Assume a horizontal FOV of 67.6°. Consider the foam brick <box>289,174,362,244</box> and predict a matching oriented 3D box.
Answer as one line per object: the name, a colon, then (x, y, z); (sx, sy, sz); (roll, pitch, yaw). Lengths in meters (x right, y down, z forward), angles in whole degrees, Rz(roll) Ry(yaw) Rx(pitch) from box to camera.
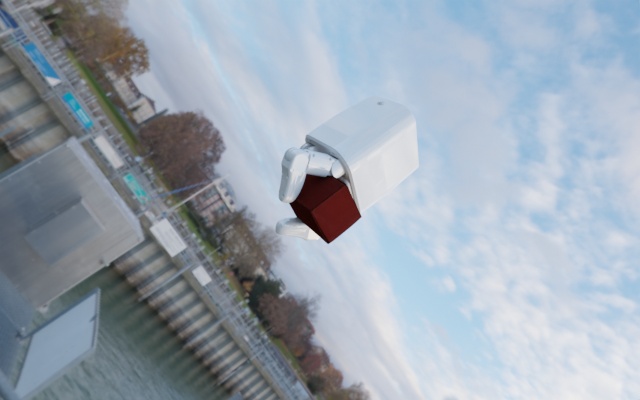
foam brick: (0.000, 0.002, 0.547); (0.051, 0.053, 0.078); (-36, 36, -13)
